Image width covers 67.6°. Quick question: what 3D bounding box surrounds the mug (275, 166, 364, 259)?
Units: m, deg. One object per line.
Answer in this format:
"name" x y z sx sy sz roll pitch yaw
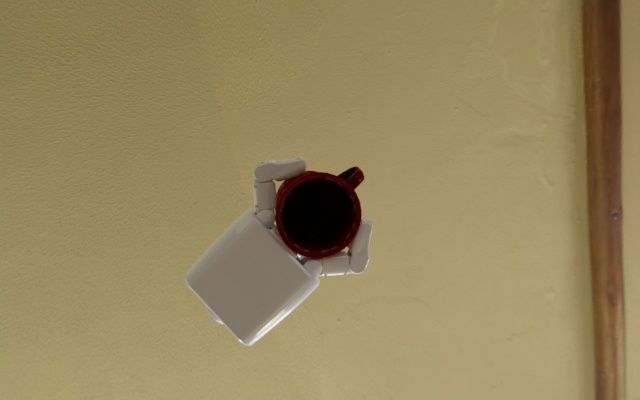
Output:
"mug" 0.001 0.001 0.543 0.117 0.093 0.081 -43 15 -1
